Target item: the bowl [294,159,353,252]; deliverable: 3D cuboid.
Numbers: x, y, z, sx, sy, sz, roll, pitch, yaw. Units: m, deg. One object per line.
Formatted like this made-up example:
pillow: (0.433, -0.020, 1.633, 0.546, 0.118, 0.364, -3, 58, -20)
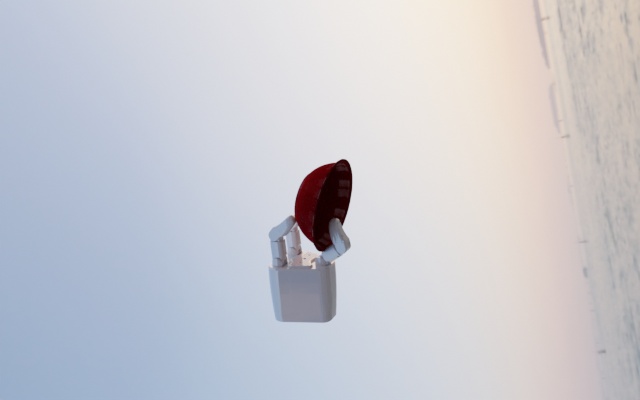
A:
bowl: (0.000, 0.001, 0.813, 0.055, 0.162, 0.162, 16, 6, 21)
